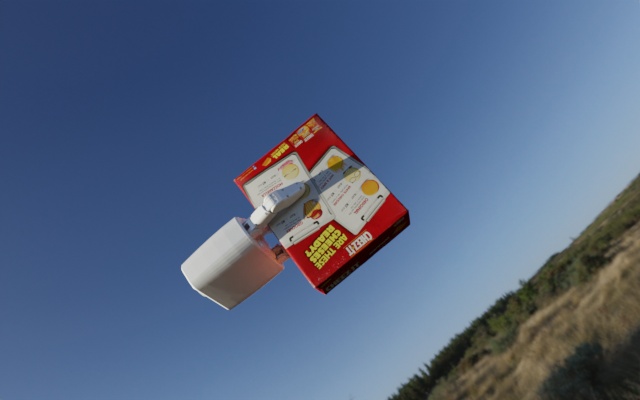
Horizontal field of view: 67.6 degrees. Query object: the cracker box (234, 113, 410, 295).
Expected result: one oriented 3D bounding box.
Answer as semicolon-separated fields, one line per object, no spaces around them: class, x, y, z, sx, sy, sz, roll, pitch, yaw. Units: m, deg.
cracker box;0.000;0.002;0.699;0.164;0.213;0.072;-39;-25;-2
